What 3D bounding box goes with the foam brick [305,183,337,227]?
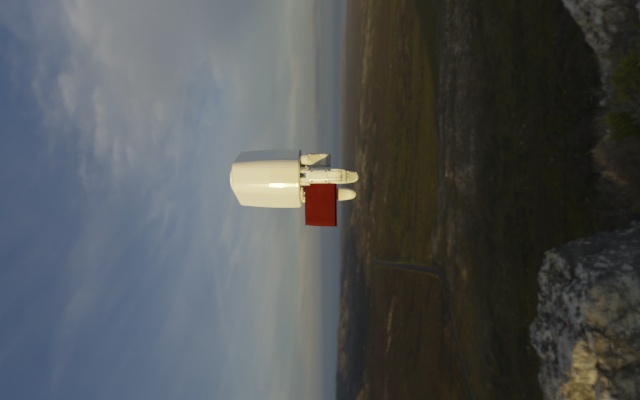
[{"bbox_3d":[0.000,0.003,0.782,0.051,0.078,0.053,-1,0,-1],"label":"foam brick"}]
